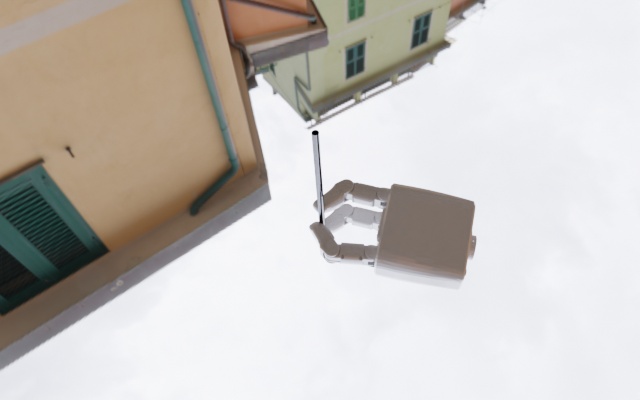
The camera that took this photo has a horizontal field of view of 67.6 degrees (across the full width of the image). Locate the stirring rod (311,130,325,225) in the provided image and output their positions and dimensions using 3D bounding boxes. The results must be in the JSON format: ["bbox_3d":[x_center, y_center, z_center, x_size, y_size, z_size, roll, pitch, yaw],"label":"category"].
[{"bbox_3d":[0.000,0.002,0.580,0.011,0.011,0.240,0,-36,3],"label":"stirring rod"}]
